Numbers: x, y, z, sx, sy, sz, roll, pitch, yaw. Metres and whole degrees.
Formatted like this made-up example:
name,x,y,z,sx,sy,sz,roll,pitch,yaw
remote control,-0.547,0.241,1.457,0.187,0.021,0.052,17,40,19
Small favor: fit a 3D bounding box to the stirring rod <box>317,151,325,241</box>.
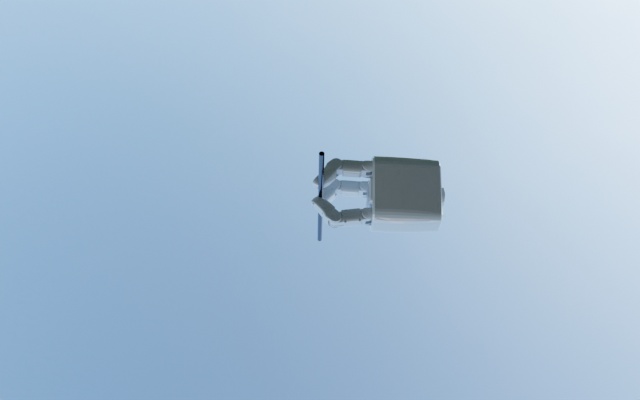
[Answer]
name,x,y,z,sx,sy,sz,roll,pitch,yaw
stirring rod,0.000,0.002,0.756,0.011,0.011,0.240,0,-34,-1
